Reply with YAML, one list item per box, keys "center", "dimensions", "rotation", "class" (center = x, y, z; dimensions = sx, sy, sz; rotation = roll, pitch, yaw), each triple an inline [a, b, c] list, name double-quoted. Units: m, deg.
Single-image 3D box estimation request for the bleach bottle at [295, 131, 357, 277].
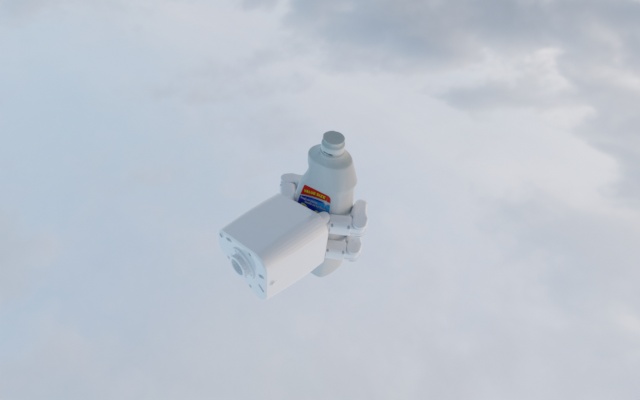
- center: [0.000, 0.002, 0.695]
  dimensions: [0.068, 0.251, 0.102]
  rotation: [-32, 57, -32]
  class: "bleach bottle"
